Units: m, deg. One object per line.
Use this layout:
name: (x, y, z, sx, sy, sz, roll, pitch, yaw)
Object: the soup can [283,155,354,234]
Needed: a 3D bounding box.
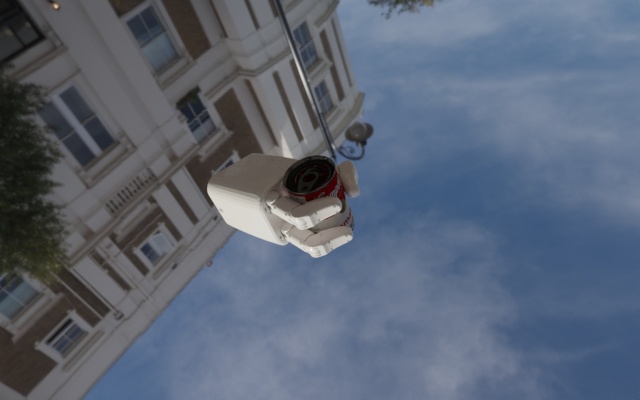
soup can: (0.001, 0.002, 0.618, 0.068, 0.068, 0.102, 0, -44, 23)
